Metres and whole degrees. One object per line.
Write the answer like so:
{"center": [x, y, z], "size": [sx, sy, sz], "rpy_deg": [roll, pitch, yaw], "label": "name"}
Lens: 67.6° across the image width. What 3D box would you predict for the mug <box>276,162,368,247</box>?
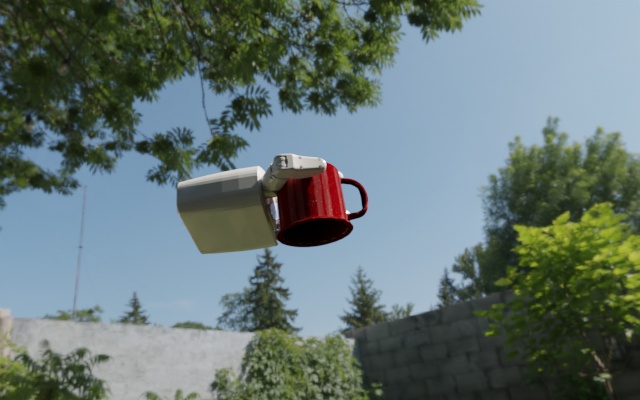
{"center": [0.001, 0.001, 0.588], "size": [0.117, 0.081, 0.093], "rpy_deg": [-9, -24, 2], "label": "mug"}
